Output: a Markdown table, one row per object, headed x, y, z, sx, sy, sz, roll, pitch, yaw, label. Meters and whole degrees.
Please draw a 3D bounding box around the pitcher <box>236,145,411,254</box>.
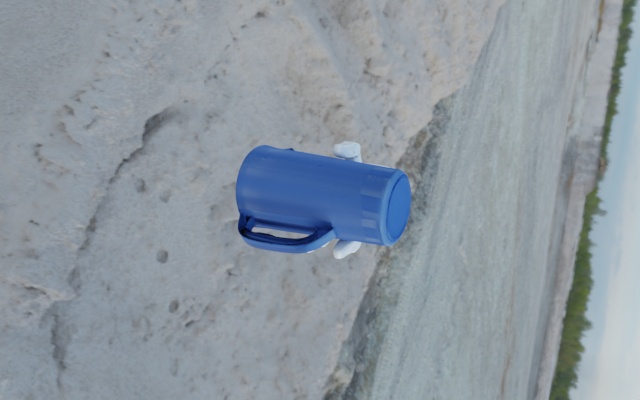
| x | y | z | sx | sy | sz | roll | pitch | yaw | label |
| --- | --- | --- | --- | --- | --- | --- | --- | --- | --- |
| 0.000 | 0.002 | 0.709 | 0.243 | 0.149 | 0.145 | 10 | 8 | 29 | pitcher |
